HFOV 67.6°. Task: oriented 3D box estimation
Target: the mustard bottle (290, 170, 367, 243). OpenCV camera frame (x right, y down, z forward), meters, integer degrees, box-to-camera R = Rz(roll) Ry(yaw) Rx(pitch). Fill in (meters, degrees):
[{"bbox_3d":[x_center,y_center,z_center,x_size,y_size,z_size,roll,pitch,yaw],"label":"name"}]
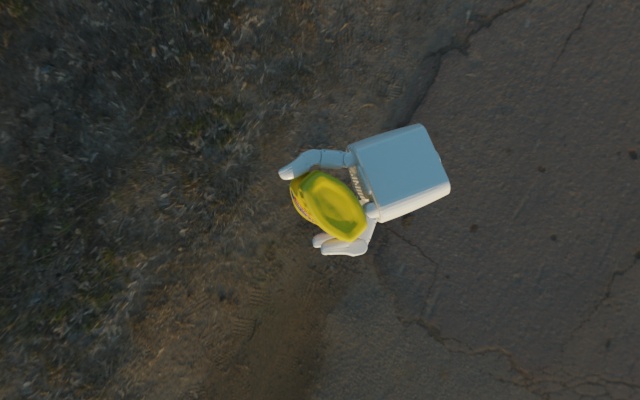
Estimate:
[{"bbox_3d":[0.000,0.002,0.661,0.058,0.096,0.191,-44,10,-5],"label":"mustard bottle"}]
